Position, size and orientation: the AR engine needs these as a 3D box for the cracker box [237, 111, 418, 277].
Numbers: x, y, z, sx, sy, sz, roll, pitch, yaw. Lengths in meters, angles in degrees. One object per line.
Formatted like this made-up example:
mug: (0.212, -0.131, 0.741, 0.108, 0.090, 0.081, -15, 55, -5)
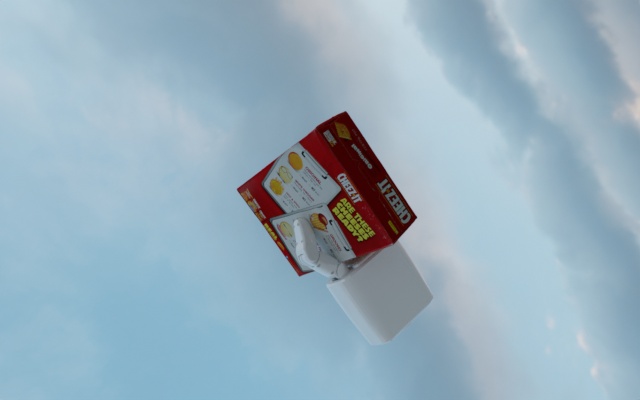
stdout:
cracker box: (0.000, 0.002, 0.644, 0.072, 0.164, 0.214, -39, 6, -39)
